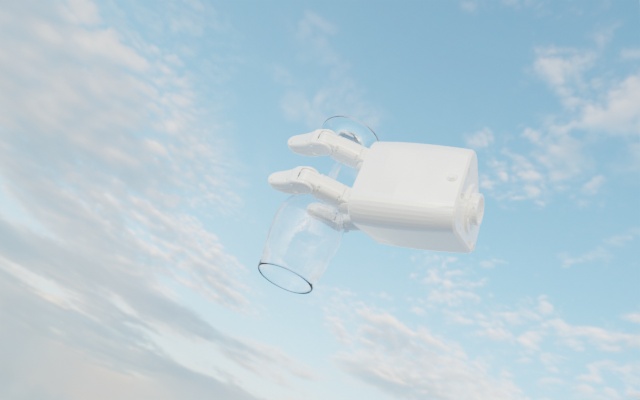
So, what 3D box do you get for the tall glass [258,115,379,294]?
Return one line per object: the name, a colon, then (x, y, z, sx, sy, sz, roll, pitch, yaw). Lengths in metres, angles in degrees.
tall glass: (0.000, 0.001, 0.536, 0.079, 0.201, 0.079, 19, -29, 11)
